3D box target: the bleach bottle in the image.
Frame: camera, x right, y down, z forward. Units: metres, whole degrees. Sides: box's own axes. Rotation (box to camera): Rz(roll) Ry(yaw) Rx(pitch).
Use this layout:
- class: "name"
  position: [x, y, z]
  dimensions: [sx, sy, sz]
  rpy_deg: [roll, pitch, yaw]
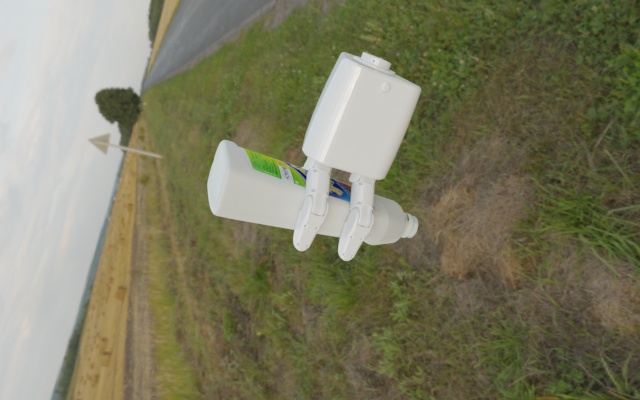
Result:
- class: "bleach bottle"
  position: [0.000, 0.002, 0.562]
  dimensions: [0.251, 0.068, 0.102]
  rpy_deg: [14, 21, -23]
